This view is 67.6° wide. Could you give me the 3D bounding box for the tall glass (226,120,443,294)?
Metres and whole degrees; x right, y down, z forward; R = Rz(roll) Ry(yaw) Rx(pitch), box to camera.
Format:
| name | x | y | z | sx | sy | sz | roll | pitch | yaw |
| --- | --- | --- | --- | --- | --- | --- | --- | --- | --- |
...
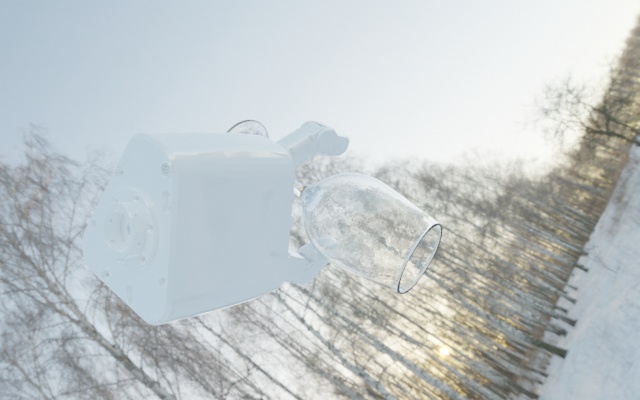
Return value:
| name | x | y | z | sx | sy | sz | roll | pitch | yaw |
| --- | --- | --- | --- | --- | --- | --- | --- | --- | --- |
| tall glass | 0.000 | 0.001 | 0.408 | 0.201 | 0.079 | 0.079 | 30 | 15 | 28 |
